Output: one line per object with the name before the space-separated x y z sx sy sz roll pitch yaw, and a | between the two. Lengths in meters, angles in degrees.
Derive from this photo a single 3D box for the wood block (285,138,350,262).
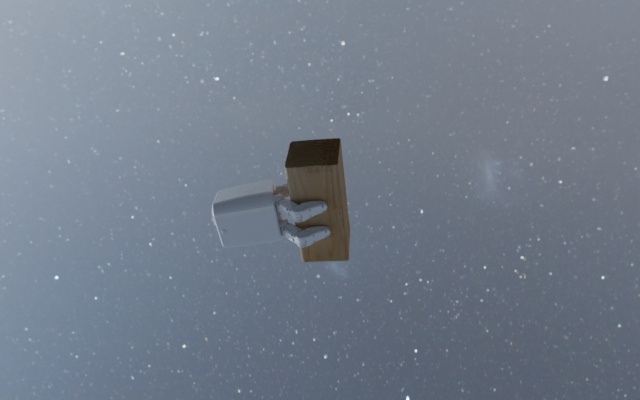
wood block | 0.000 0.003 0.852 0.090 0.206 0.090 -3 36 7
